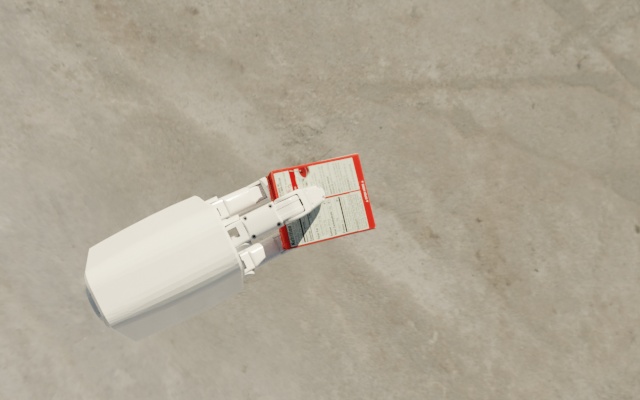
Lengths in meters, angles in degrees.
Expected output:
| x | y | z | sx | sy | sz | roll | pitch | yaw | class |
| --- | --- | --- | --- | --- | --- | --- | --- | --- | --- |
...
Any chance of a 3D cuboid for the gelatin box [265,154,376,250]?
| x | y | z | sx | sy | sz | roll | pitch | yaw | class |
| --- | --- | --- | --- | --- | --- | --- | --- | --- | --- |
| 0.000 | 0.001 | 0.447 | 0.089 | 0.073 | 0.030 | -13 | -3 | -14 | gelatin box |
